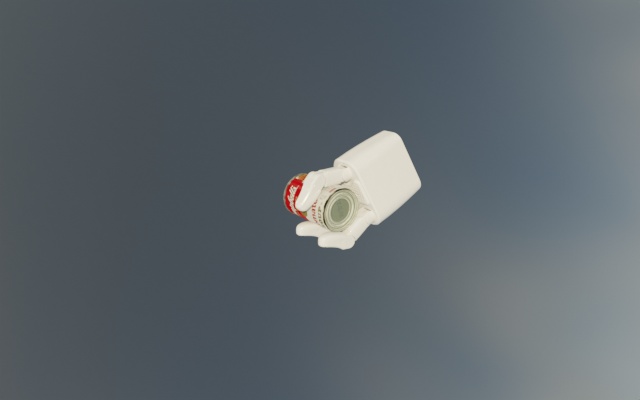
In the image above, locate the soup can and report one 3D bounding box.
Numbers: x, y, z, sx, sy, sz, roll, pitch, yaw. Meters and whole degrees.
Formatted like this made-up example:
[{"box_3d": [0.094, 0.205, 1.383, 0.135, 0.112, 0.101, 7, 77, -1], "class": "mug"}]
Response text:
[{"box_3d": [0.000, 0.003, 0.728, 0.068, 0.068, 0.102, 0, 15, -40], "class": "soup can"}]
